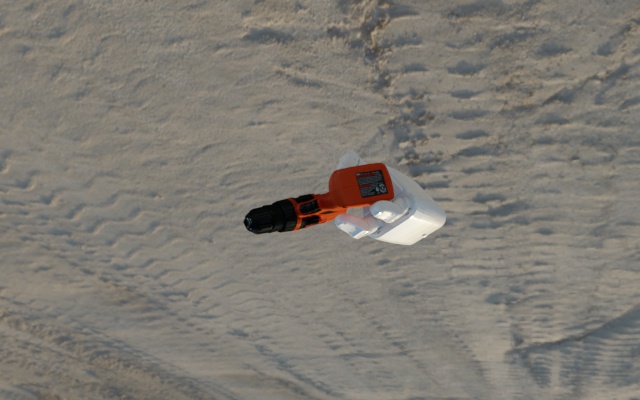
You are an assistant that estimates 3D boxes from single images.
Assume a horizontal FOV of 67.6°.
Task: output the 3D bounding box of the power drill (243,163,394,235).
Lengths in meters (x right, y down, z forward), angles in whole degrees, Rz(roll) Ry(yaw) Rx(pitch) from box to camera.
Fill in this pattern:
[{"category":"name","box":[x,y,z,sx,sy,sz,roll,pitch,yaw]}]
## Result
[{"category":"power drill","box":[0.001,0.002,0.701,0.184,0.057,0.188,-13,-6,-36]}]
